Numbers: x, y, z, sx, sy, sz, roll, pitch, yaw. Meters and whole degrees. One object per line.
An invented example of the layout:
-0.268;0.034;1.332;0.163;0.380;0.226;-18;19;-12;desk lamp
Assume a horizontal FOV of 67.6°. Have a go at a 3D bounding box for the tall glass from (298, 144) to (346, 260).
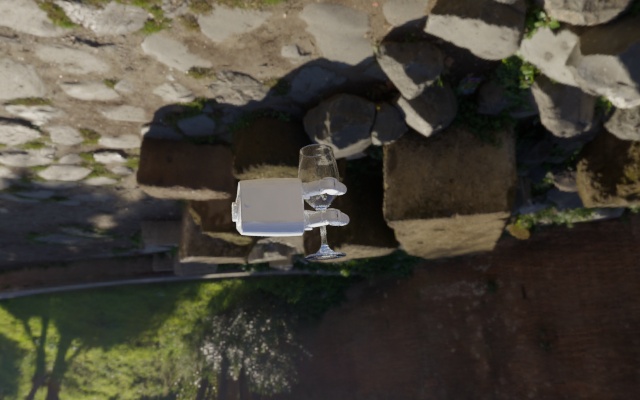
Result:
0.000;0.003;0.859;0.079;0.201;0.079;-4;-14;-1;tall glass
